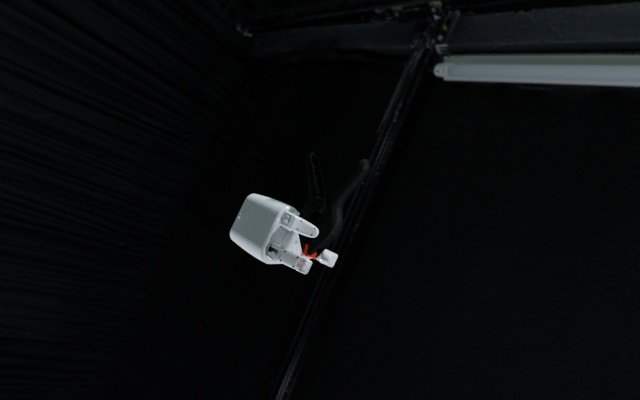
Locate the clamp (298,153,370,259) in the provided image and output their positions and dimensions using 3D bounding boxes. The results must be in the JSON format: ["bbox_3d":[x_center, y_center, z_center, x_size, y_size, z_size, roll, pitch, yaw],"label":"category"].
[{"bbox_3d":[0.001,0.003,0.749,0.120,0.171,0.039,21,-5,46],"label":"clamp"}]
